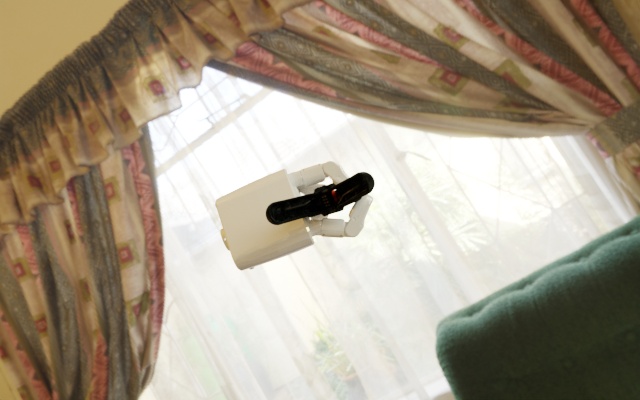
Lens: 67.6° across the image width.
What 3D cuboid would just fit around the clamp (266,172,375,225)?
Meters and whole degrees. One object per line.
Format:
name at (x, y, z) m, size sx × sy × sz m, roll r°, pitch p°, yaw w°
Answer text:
clamp at (0.000, 0.001, 0.569) m, size 0.120 × 0.039 × 0.171 m, roll -13°, pitch -6°, yaw 0°
